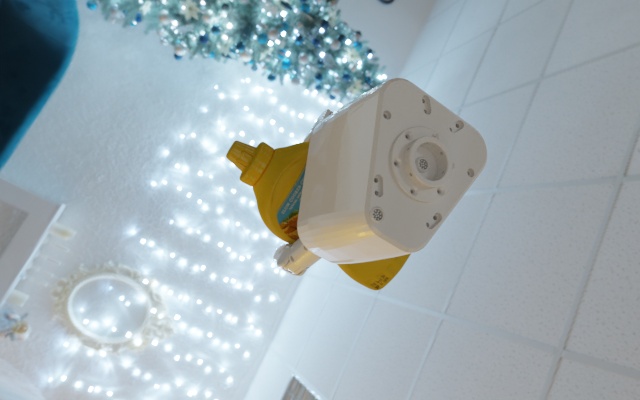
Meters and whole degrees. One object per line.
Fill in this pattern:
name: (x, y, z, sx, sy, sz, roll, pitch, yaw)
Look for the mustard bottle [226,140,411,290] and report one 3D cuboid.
mustard bottle: (0.000, 0.002, 0.445, 0.192, 0.096, 0.058, 31, 5, -17)
